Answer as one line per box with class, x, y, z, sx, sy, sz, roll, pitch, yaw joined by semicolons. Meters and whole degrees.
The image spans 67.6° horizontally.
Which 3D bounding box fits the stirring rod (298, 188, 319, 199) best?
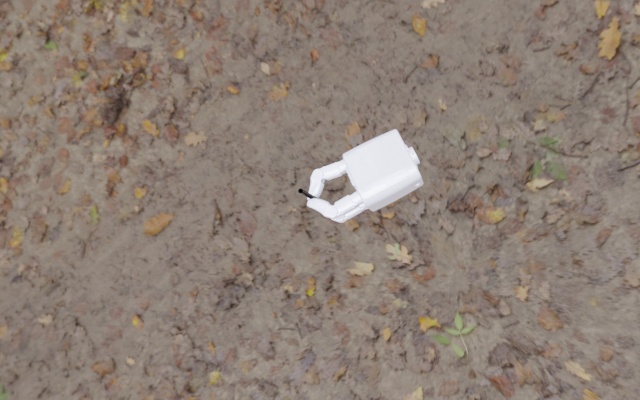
stirring rod;0.000;0.003;0.885;0.011;0.011;0.239;0;-9;16
